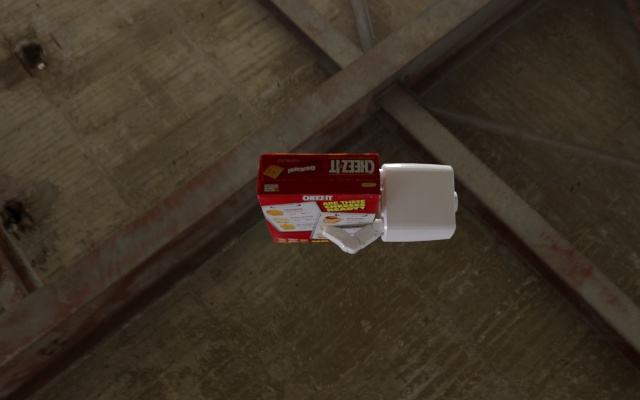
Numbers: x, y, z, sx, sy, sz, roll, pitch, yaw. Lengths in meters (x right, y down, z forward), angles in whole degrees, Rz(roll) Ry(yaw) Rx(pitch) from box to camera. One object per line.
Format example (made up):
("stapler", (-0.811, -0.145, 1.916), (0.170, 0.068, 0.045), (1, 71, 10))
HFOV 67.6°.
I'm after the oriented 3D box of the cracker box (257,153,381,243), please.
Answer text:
("cracker box", (0.000, 0.003, 0.726), (0.164, 0.072, 0.214), (-1, -22, 1))
